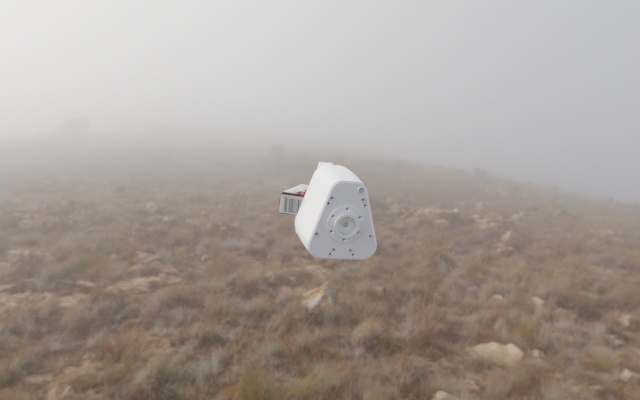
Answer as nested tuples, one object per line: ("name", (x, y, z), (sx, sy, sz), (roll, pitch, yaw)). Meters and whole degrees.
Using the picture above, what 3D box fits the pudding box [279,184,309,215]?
("pudding box", (0.000, 0.002, 0.787), (0.113, 0.039, 0.090), (10, 13, 16))
